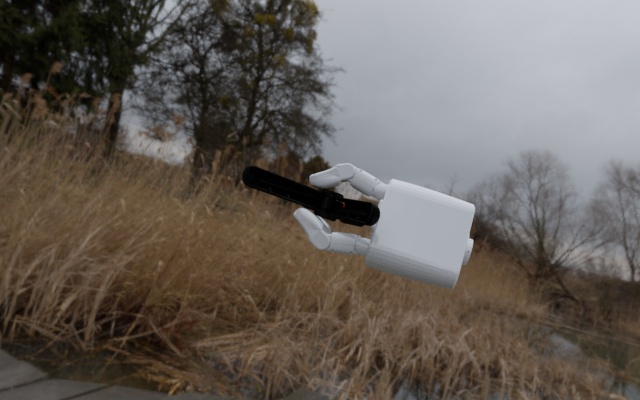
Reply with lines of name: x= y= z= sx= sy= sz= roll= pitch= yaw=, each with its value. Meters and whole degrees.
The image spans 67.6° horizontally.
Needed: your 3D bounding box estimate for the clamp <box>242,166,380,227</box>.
clamp: x=0.001 y=0.001 z=0.609 sx=0.164 sy=0.036 sz=0.210 roll=19 pitch=-2 yaw=11
